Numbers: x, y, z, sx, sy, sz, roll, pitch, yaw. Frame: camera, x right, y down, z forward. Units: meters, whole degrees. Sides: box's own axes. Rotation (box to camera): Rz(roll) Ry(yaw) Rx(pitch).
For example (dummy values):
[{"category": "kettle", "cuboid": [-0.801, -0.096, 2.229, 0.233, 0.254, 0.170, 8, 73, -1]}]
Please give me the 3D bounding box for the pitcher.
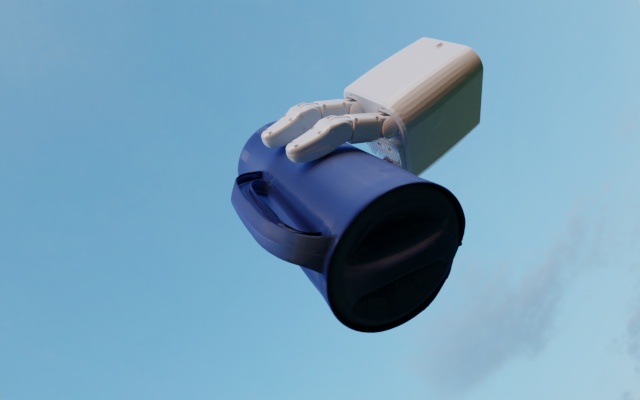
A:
[{"category": "pitcher", "cuboid": [0.000, 0.001, 0.454, 0.145, 0.149, 0.242, -38, 37, -10]}]
